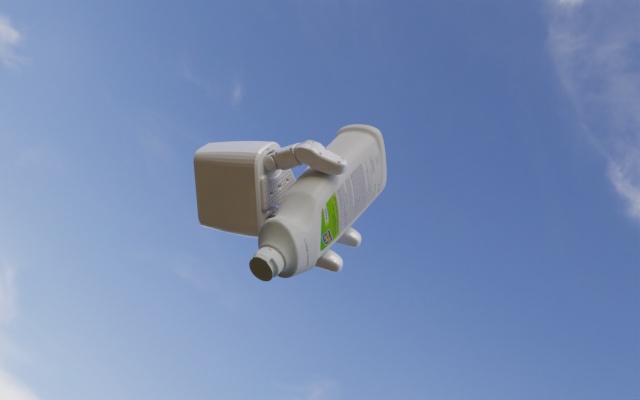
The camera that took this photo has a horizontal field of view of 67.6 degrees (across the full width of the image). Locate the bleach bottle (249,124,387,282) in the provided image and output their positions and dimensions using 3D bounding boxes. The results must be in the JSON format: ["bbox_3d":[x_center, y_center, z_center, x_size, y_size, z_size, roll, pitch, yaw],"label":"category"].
[{"bbox_3d":[0.000,0.002,0.554,0.068,0.103,0.250,6,31,30],"label":"bleach bottle"}]
